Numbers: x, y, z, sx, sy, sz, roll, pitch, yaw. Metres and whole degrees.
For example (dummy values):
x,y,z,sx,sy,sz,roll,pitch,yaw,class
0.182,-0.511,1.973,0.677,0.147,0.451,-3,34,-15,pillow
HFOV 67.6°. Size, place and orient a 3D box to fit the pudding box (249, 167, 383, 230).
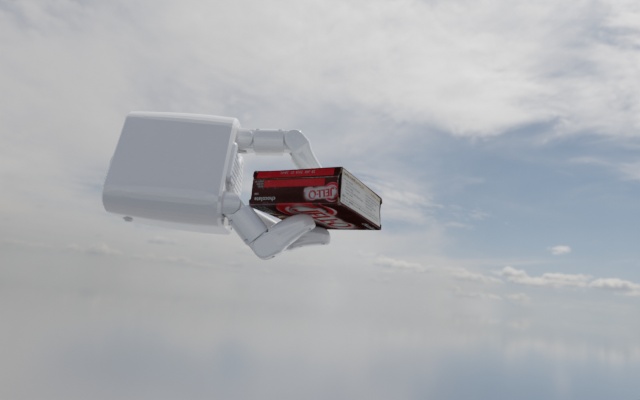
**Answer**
x,y,z,sx,sy,sz,roll,pitch,yaw,class
0.000,0.001,0.457,0.090,0.039,0.113,0,-12,26,pudding box
